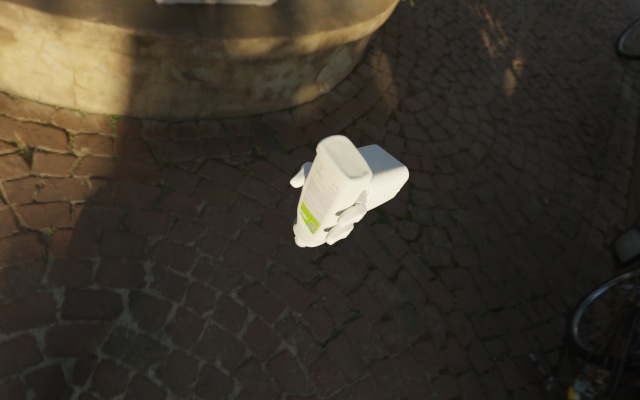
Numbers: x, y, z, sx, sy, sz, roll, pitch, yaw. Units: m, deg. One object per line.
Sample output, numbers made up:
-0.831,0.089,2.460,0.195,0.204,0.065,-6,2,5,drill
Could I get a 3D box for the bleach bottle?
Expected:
0.000,0.003,0.854,0.068,0.102,0.251,-21,-24,-34,bleach bottle
